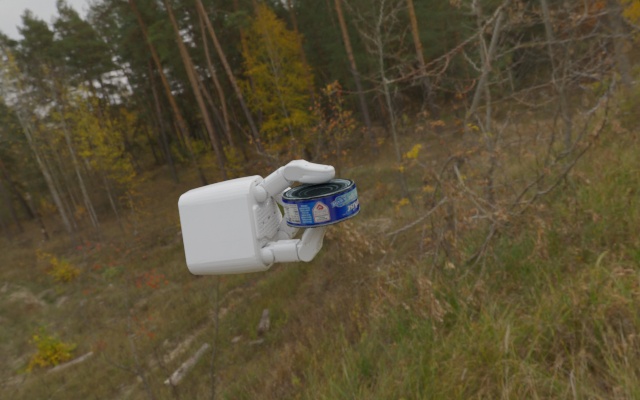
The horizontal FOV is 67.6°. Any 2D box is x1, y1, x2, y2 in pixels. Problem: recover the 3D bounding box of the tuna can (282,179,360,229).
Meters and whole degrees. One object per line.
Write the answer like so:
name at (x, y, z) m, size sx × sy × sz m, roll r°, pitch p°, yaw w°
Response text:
tuna can at (0.000, 0.001, 0.538) m, size 0.086 × 0.034 × 0.086 m, roll -10°, pitch 14°, yaw 2°
